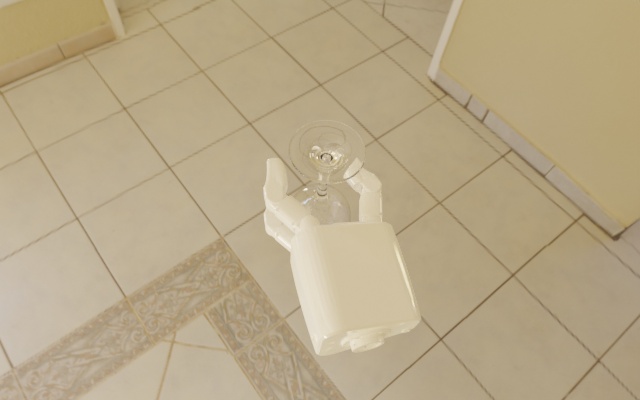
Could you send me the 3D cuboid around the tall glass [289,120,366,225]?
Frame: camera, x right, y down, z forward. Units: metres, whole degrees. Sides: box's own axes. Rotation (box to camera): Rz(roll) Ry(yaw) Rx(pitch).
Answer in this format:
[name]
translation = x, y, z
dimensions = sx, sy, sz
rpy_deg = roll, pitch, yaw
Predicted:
[tall glass]
translation = 0.000, 0.001, 0.542
dimensions = 0.079, 0.079, 0.201
rpy_deg = 0, -29, -4
